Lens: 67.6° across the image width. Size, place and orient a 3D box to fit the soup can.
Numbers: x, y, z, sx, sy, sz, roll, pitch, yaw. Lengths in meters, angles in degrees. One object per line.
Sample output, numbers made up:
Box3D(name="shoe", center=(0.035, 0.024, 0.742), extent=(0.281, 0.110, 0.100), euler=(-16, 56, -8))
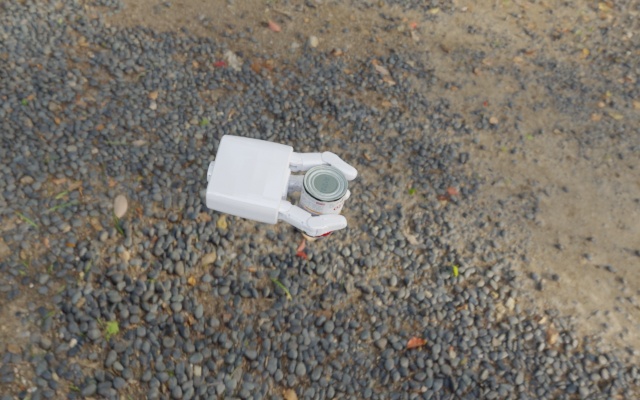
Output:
Box3D(name="soup can", center=(0.001, 0.002, 0.722), extent=(0.068, 0.068, 0.102), euler=(0, -35, -10))
